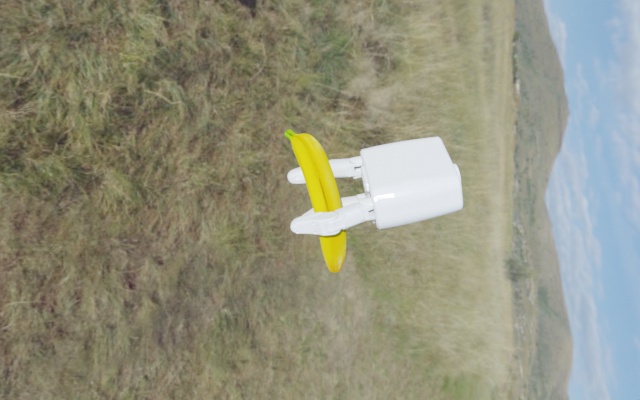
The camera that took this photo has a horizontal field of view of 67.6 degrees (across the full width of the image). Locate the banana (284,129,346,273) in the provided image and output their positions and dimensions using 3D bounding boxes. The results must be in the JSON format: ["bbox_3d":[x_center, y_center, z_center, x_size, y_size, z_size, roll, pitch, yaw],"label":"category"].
[{"bbox_3d":[0.003,-0.002,0.601,0.037,0.198,0.069,-17,2,-11],"label":"banana"}]
